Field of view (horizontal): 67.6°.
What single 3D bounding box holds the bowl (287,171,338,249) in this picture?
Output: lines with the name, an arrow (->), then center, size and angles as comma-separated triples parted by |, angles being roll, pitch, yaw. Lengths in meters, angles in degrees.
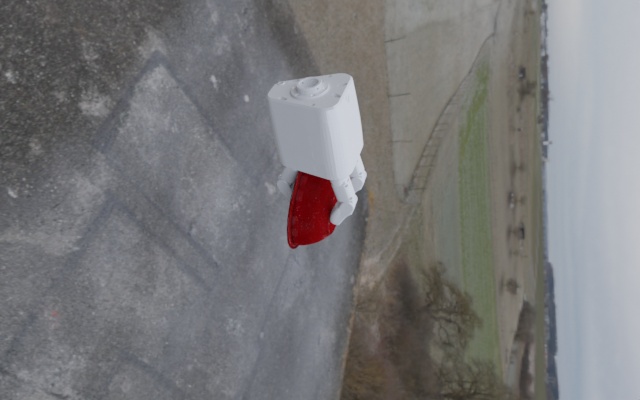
bowl -> 0.001, 0.003, 0.737 | 0.055, 0.162, 0.162 | 13, 2, 11
